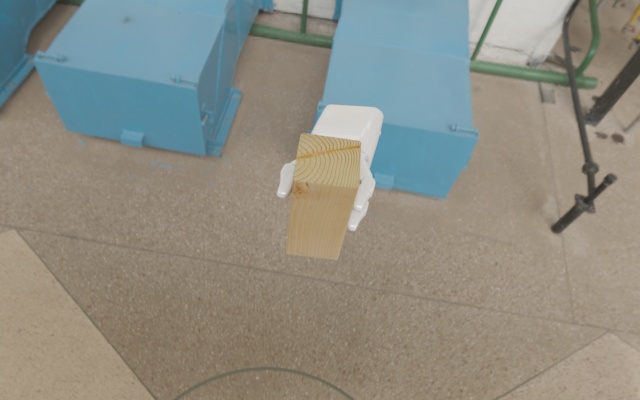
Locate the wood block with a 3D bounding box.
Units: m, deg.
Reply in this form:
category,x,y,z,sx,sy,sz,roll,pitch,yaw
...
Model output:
category,x,y,z,sx,sy,sz,roll,pitch,yaw
wood block,0.000,0.002,0.743,0.091,0.090,0.206,8,-35,-2
